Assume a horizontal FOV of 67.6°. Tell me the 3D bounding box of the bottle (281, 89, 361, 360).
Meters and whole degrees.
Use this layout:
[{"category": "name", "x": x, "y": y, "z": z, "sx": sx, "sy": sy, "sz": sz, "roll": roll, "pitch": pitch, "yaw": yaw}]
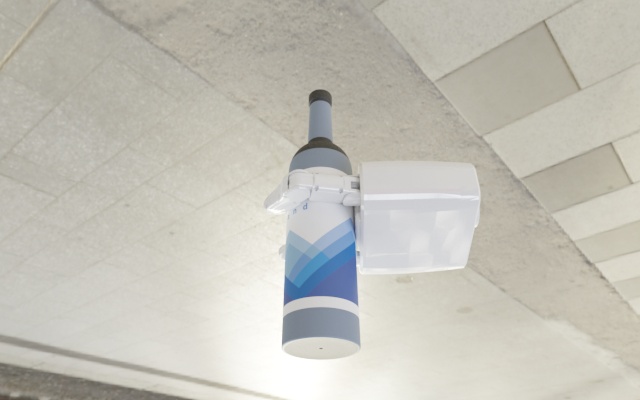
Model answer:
[{"category": "bottle", "x": 0.000, "y": 0.002, "z": 0.478, "sx": 0.069, "sy": 0.295, "sz": 0.069, "roll": 0, "pitch": -34, "yaw": 0}]
